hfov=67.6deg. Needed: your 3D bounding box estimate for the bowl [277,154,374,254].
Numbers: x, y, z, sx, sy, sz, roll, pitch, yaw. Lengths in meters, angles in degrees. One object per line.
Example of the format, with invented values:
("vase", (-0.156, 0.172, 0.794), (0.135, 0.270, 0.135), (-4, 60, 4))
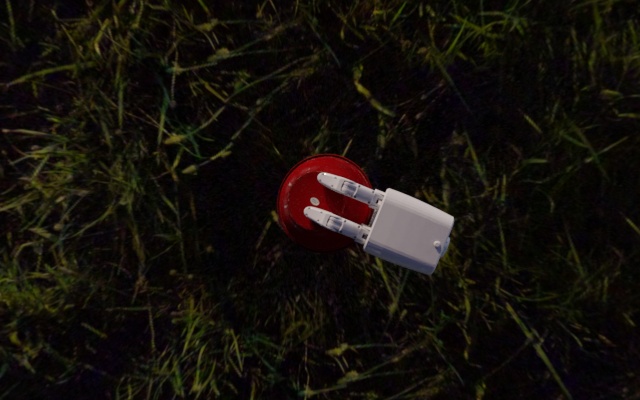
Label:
("bowl", (-0.001, 0.002, 0.745), (0.162, 0.162, 0.055), (0, -5, 15))
